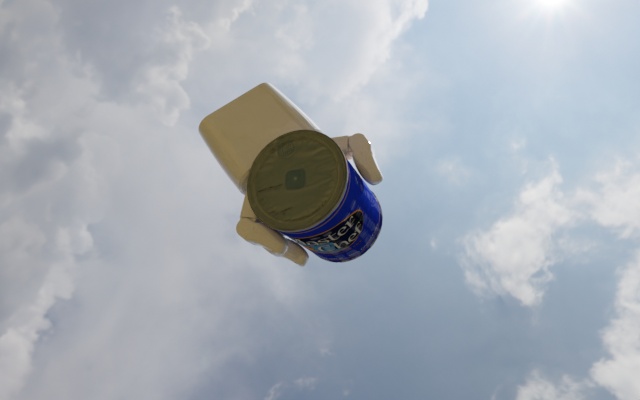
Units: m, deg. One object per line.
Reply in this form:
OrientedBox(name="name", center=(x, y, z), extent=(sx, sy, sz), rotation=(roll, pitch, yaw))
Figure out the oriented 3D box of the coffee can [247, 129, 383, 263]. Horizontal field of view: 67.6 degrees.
OrientedBox(name="coffee can", center=(0.000, 0.002, 0.509), extent=(0.103, 0.102, 0.140), rotation=(0, -19, 22))
